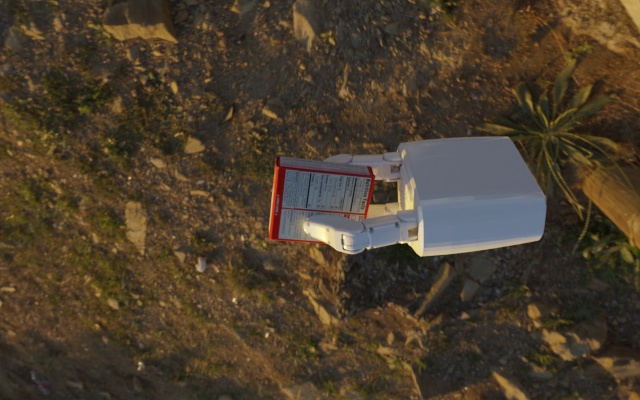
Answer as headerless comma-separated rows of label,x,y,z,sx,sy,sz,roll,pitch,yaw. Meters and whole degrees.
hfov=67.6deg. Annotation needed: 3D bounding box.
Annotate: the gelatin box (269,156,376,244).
gelatin box,0.000,0.002,0.438,0.089,0.073,0.030,5,25,-8
